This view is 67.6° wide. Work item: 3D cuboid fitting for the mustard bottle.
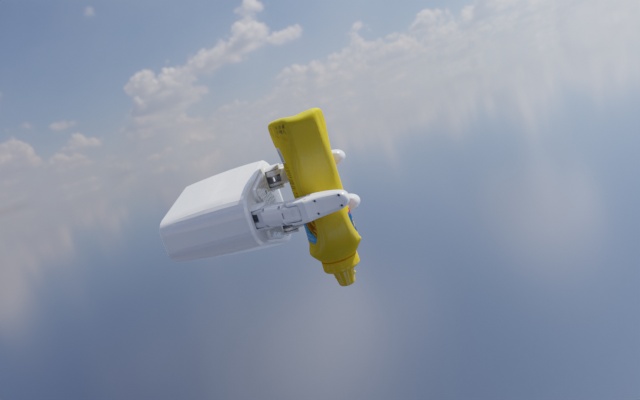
[{"bbox_3d":[0.000,0.001,0.507,0.058,0.192,0.096,-19,10,-9],"label":"mustard bottle"}]
